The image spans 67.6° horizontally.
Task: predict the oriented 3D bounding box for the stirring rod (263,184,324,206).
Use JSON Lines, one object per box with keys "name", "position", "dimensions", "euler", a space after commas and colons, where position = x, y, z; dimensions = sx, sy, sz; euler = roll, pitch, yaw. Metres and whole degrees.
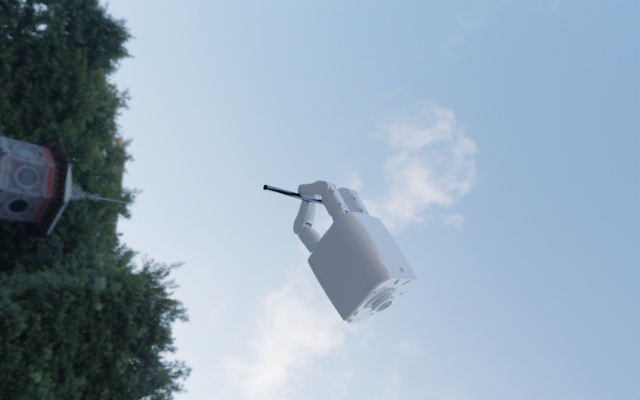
{"name": "stirring rod", "position": [0.000, 0.002, 0.720], "dimensions": [0.011, 0.011, 0.239], "euler": [0, -9, 38]}
